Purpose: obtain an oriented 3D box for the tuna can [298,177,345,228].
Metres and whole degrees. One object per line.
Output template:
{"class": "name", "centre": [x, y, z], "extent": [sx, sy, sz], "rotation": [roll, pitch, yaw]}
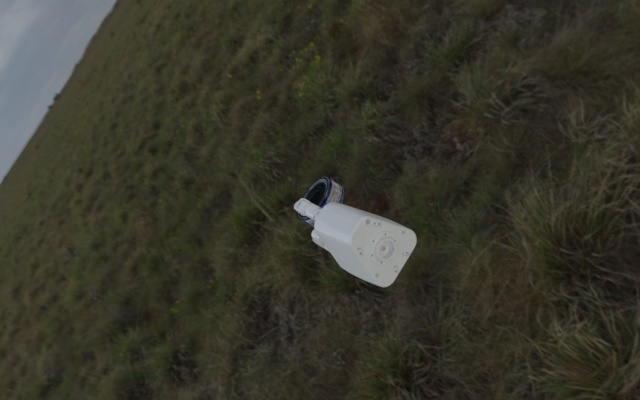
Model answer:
{"class": "tuna can", "centre": [0.000, 0.002, 0.813], "extent": [0.034, 0.086, 0.086], "rotation": [33, -15, -24]}
